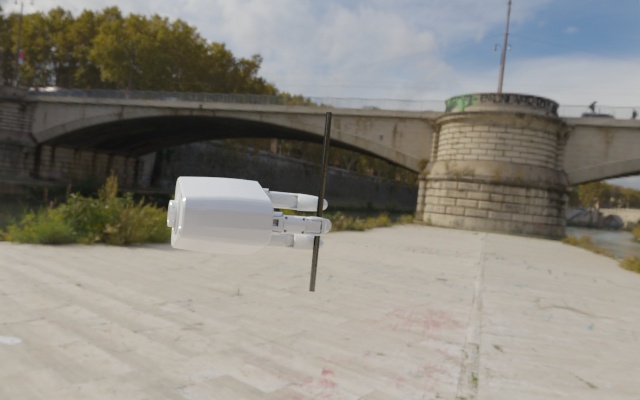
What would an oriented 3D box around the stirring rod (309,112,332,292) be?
[{"bbox_3d":[0.000,0.002,0.640,0.011,0.239,0.011,6,1,0],"label":"stirring rod"}]
